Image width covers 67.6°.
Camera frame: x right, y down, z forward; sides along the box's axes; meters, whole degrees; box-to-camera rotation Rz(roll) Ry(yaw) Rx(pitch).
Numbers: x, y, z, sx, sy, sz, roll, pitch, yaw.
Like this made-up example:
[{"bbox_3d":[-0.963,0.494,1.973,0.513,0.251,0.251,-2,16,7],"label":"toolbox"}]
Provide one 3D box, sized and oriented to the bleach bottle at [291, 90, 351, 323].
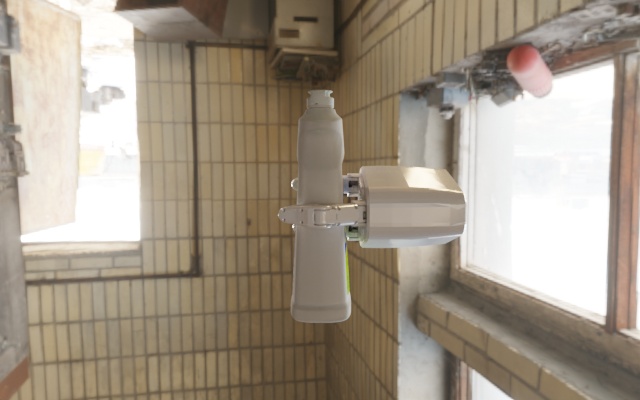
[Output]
[{"bbox_3d":[0.000,0.002,0.544,0.068,0.251,0.102,0,5,1],"label":"bleach bottle"}]
